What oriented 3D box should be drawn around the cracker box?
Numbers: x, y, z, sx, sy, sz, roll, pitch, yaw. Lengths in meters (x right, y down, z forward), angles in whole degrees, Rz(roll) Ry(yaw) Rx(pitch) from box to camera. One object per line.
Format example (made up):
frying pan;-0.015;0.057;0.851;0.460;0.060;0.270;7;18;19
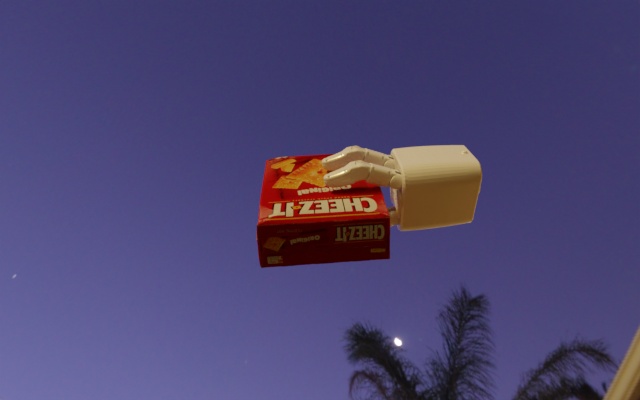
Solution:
cracker box;0.000;0.002;0.671;0.164;0.072;0.213;-4;27;-1
